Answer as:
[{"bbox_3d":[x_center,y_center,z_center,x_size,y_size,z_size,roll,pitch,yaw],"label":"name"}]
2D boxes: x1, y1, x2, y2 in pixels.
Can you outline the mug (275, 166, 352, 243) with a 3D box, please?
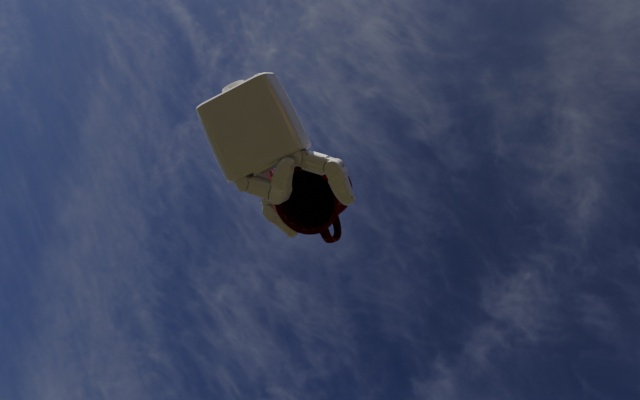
[{"bbox_3d":[0.001,0.003,0.659,0.093,0.117,0.081,-24,3,25],"label":"mug"}]
